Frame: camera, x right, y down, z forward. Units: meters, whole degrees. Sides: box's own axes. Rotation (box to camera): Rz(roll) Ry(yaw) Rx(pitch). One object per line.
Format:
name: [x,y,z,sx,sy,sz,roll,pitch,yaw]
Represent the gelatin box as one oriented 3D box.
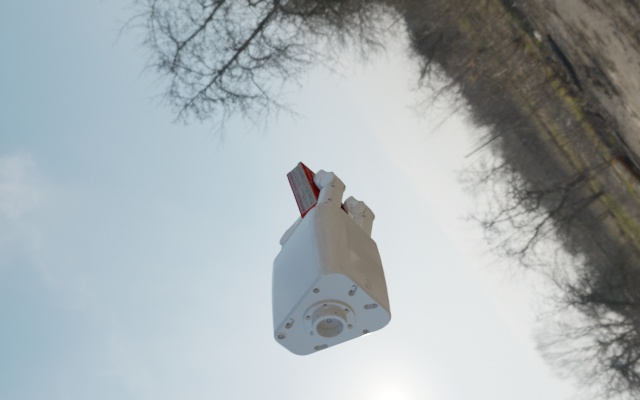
gelatin box: [0.000,0.002,0.590,0.073,0.030,0.089,38,18,-38]
